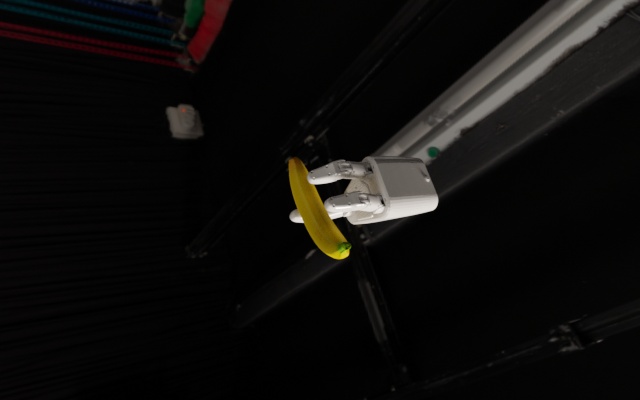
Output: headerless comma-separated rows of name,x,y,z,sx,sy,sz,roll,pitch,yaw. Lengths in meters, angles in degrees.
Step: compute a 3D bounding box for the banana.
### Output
banana,-0.002,0.019,0.686,0.037,0.070,0.197,-9,44,-26
